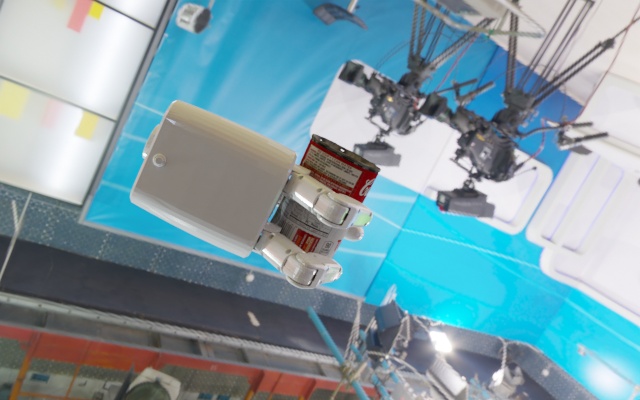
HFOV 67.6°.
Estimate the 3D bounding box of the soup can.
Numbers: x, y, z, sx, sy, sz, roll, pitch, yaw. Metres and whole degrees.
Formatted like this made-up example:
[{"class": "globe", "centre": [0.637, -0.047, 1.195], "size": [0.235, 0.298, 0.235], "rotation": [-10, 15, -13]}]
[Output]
[{"class": "soup can", "centre": [0.000, 0.002, 0.426], "size": [0.068, 0.102, 0.068], "rotation": [27, 10, -5]}]
